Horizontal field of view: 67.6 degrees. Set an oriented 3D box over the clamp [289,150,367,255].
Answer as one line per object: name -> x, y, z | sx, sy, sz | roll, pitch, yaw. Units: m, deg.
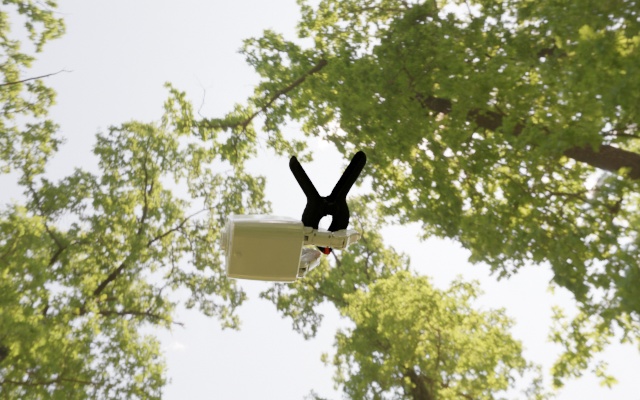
clamp -> 0.000, 0.002, 0.728 | 0.120, 0.171, 0.039 | 5, 19, -17
